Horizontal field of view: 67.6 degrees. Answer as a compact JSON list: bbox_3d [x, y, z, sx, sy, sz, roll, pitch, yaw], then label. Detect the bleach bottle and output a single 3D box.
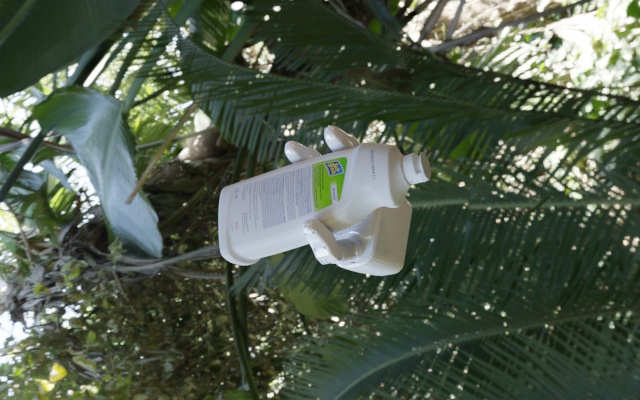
[{"bbox_3d":[0.000,0.002,0.536,0.251,0.102,0.068,-15,-21,28],"label":"bleach bottle"}]
